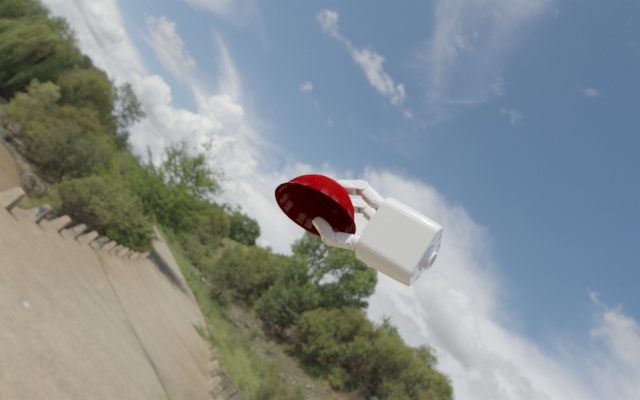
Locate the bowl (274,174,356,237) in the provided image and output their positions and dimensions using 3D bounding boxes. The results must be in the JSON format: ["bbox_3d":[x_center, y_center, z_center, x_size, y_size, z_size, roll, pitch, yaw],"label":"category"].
[{"bbox_3d":[-0.001,0.002,0.858,0.162,0.055,0.162,22,-29,13],"label":"bowl"}]
